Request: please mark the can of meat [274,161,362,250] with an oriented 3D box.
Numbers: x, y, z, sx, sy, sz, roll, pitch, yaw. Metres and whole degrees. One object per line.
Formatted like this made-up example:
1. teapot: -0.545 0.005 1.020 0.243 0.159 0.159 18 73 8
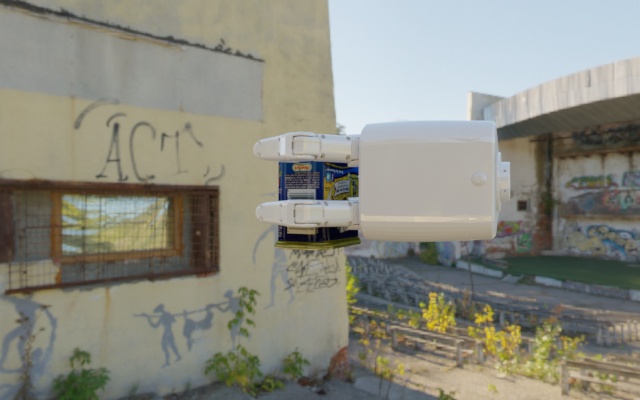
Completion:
1. can of meat: 0.000 0.001 0.457 0.057 0.084 0.102 0 0 26
